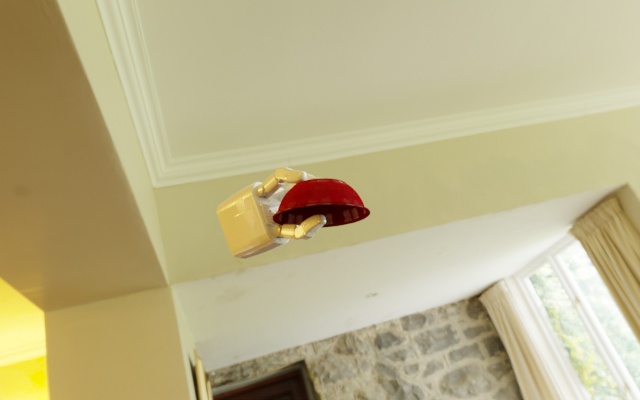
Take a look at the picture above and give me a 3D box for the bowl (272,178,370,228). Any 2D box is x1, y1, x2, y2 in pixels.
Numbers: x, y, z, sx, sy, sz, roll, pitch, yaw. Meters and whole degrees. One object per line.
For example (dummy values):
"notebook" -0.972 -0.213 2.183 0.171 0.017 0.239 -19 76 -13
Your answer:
"bowl" 0.001 0.002 0.793 0.162 0.055 0.162 -3 -15 -1
